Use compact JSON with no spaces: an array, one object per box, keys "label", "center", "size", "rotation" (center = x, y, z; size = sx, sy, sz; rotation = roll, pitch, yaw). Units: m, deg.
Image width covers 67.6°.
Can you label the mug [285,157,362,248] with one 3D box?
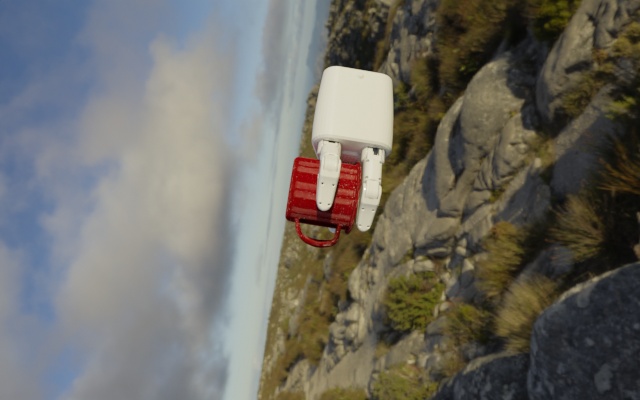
[{"label":"mug","center":[0.000,0.003,0.590],"size":[0.081,0.117,0.093],"rotation":[9,-22,-4]}]
